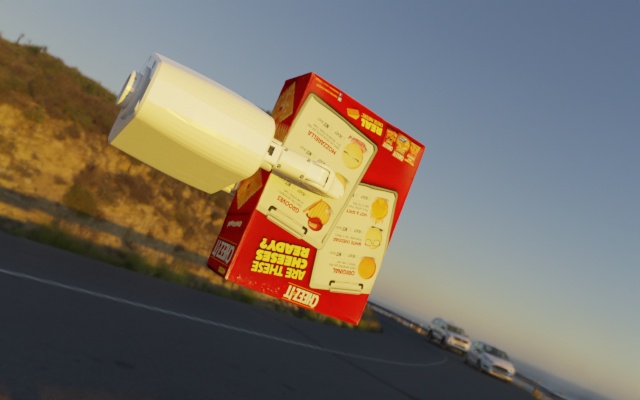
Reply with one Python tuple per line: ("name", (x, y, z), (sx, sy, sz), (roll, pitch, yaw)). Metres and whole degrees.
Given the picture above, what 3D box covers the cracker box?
("cracker box", (0.000, 0.002, 0.507), (0.164, 0.213, 0.072), (26, -8, -29))
